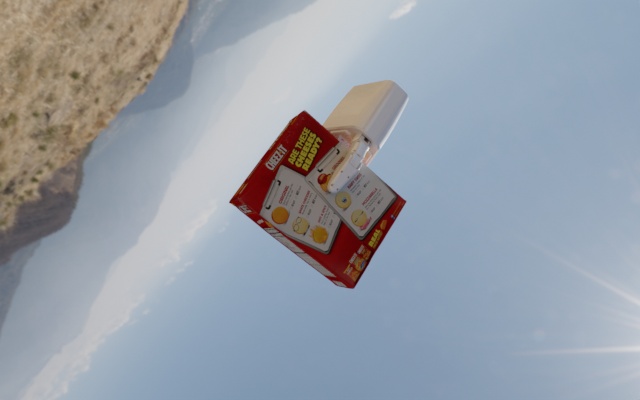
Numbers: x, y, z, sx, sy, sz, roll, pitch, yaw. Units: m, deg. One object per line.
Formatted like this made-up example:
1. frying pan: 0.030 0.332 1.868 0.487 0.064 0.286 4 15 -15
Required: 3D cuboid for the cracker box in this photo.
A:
1. cracker box: 0.000 0.002 0.706 0.214 0.164 0.072 39 -20 -15
